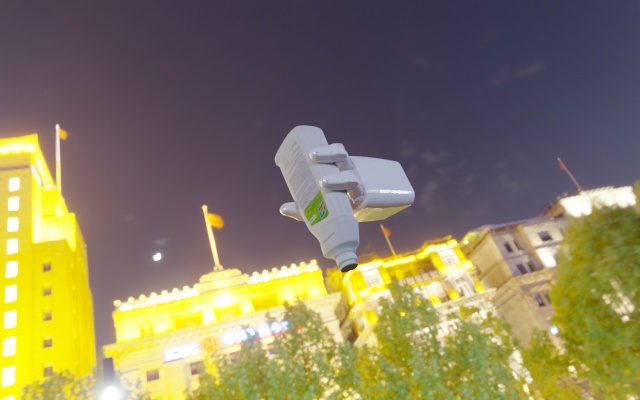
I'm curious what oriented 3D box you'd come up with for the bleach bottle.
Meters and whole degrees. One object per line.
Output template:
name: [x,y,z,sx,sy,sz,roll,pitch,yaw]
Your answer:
bleach bottle: [0.000,0.002,0.763,0.068,0.250,0.103,1,-37,-32]
